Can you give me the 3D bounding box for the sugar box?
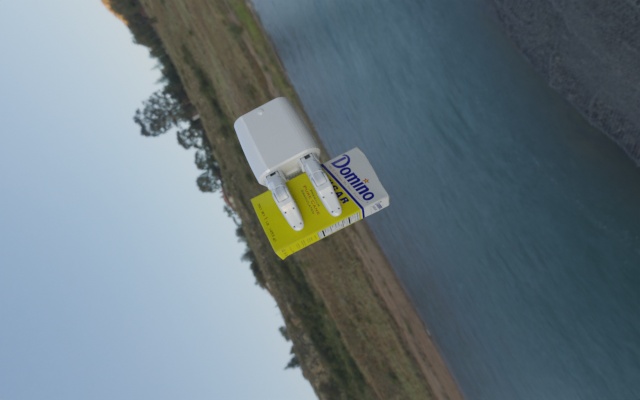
[{"bbox_3d":[0.000,0.002,0.683,0.176,0.093,0.048,-28,-22,-1],"label":"sugar box"}]
